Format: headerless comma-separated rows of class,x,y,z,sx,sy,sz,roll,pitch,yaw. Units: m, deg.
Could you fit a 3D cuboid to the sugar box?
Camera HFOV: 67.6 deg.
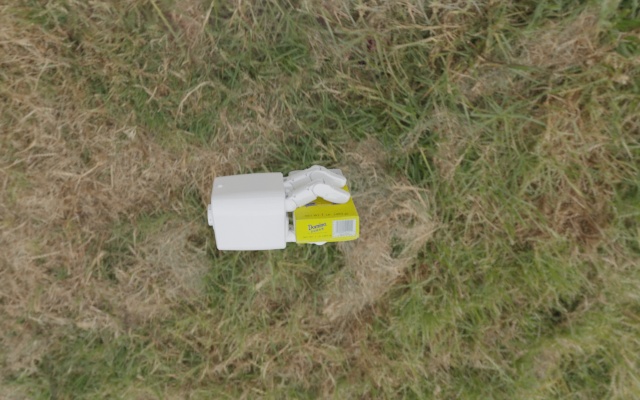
sugar box,0.000,0.002,0.754,0.093,0.048,0.176,-3,29,-7
